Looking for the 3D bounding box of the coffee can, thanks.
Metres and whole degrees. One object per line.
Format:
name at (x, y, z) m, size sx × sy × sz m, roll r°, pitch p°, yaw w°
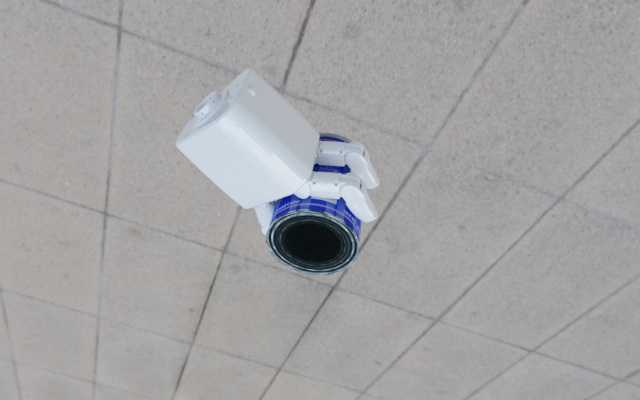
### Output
coffee can at (0.000, 0.002, 0.563) m, size 0.103 × 0.103 × 0.140 m, roll 0°, pitch 42°, yaw 10°
